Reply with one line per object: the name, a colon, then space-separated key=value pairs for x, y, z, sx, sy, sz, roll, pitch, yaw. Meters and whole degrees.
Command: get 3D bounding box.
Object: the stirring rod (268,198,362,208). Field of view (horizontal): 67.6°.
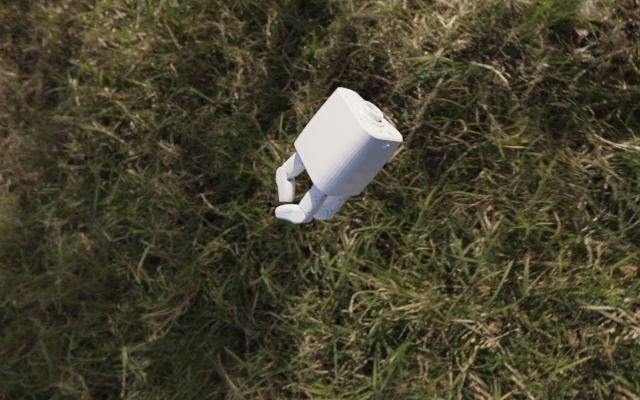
stirring rod: x=0.000 y=0.002 z=0.779 sx=0.011 sy=0.011 sz=0.239 roll=0 pitch=2 yaw=37
